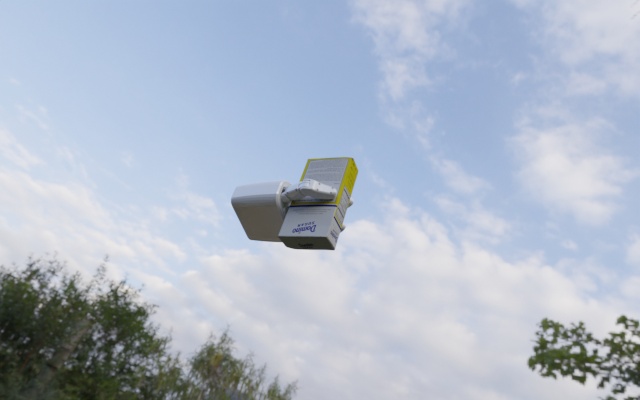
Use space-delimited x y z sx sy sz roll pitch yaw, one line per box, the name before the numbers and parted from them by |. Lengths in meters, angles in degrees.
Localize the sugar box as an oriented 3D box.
sugar box | 0.000 0.003 0.824 0.093 0.176 0.048 0 -37 27
